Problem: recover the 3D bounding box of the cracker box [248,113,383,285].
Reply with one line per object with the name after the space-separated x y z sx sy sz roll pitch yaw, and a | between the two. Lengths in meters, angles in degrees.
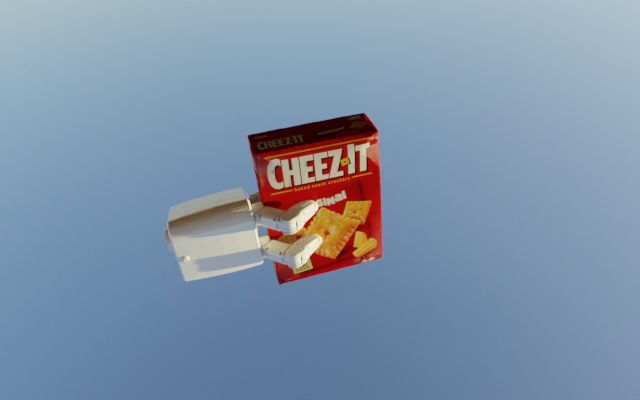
0.000 0.002 0.666 0.164 0.214 0.072 -13 34 -9 | cracker box
